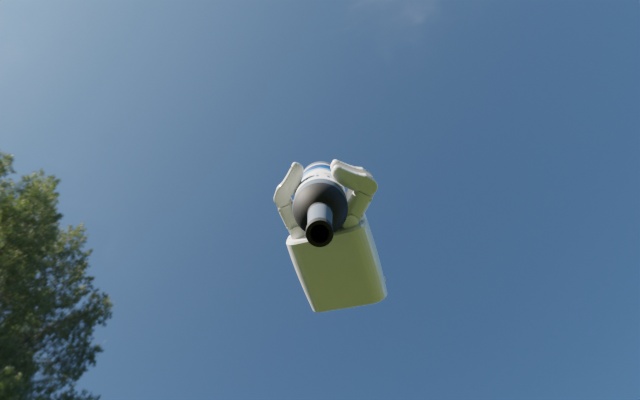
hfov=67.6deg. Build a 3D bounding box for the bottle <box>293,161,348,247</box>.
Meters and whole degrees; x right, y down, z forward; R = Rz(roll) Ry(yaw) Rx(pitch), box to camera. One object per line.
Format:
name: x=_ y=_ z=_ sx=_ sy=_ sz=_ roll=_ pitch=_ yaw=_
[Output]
bottle: x=0.000 y=0.002 z=0.604 sx=0.069 sy=0.069 sz=0.295 roll=0 pitch=12 yaw=0
